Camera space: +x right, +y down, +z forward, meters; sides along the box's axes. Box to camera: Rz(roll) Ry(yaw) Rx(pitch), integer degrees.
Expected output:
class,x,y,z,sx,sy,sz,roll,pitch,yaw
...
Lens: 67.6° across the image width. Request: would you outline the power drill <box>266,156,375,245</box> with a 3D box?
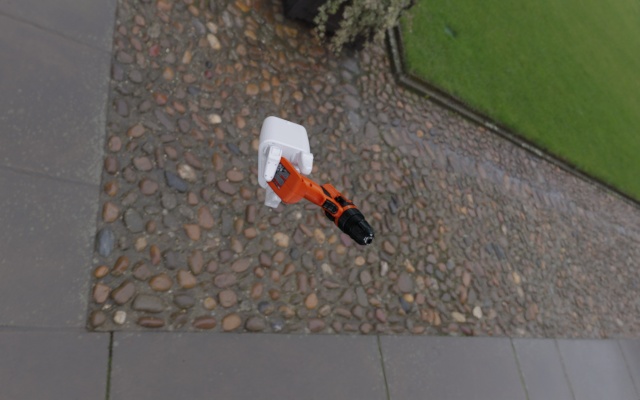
class,x,y,z,sx,sy,sz,roll,pitch,yaw
power drill,0.000,0.003,0.871,0.188,0.057,0.184,31,9,-41
